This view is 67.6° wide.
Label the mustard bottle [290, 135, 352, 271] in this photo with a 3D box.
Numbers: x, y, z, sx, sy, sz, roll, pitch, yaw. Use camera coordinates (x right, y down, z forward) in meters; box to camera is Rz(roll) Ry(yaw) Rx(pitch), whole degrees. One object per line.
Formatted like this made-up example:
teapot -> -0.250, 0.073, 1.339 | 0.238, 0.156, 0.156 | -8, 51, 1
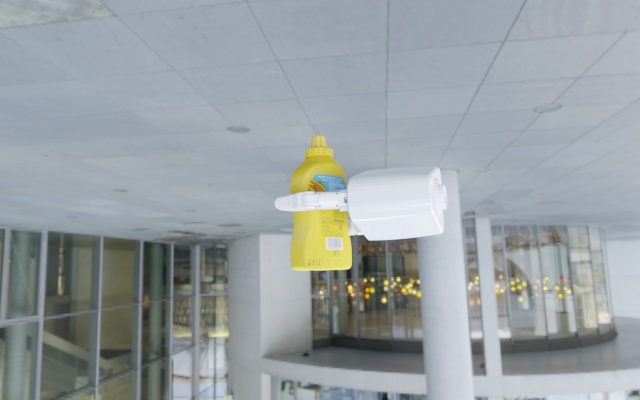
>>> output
mustard bottle -> 0.000, 0.003, 0.677 | 0.096, 0.191, 0.058 | 6, -11, -43
